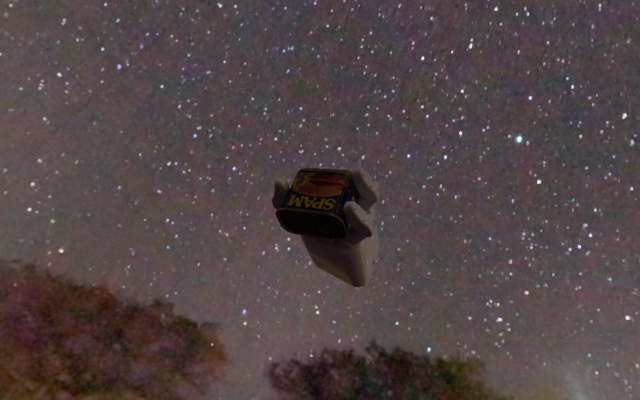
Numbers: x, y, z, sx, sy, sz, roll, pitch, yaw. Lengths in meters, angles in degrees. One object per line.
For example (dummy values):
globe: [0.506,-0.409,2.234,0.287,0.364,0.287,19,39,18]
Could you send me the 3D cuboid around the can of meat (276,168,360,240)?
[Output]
can of meat: [0.000,0.002,0.677,0.102,0.084,0.057,6,-38,23]
